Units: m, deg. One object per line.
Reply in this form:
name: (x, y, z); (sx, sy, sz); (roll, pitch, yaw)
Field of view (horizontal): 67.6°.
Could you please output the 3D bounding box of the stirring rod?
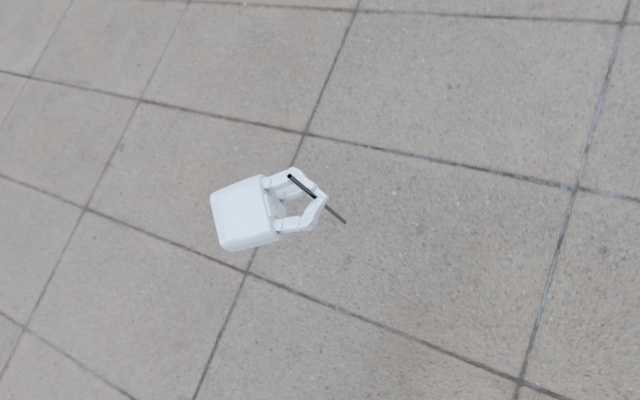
stirring rod: (0.000, 0.003, 0.822); (0.011, 0.011, 0.240); (0, -19, 24)
